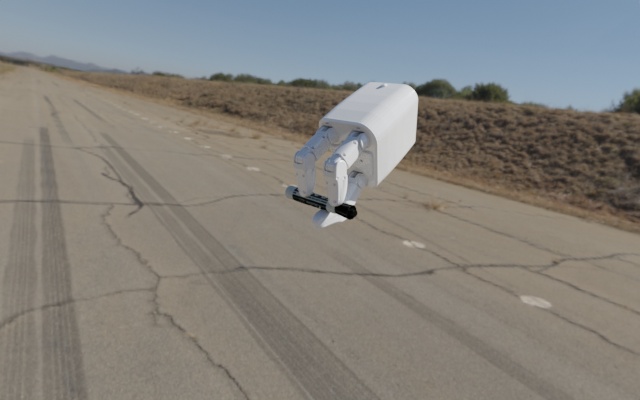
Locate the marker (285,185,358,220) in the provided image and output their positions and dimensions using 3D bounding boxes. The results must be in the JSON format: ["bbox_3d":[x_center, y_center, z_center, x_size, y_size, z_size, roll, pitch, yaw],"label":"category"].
[{"bbox_3d":[0.000,0.002,0.624,0.121,0.020,0.020,18,12,42],"label":"marker"}]
